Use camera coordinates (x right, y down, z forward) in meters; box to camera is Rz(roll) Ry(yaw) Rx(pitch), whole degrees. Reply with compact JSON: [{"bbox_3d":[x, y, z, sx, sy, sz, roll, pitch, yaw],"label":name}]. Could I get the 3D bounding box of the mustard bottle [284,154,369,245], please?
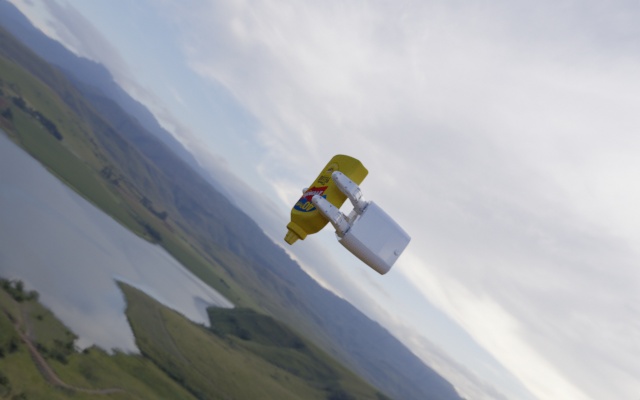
[{"bbox_3d":[0.000,0.002,0.871,0.058,0.191,0.096,47,-15,-31],"label":"mustard bottle"}]
